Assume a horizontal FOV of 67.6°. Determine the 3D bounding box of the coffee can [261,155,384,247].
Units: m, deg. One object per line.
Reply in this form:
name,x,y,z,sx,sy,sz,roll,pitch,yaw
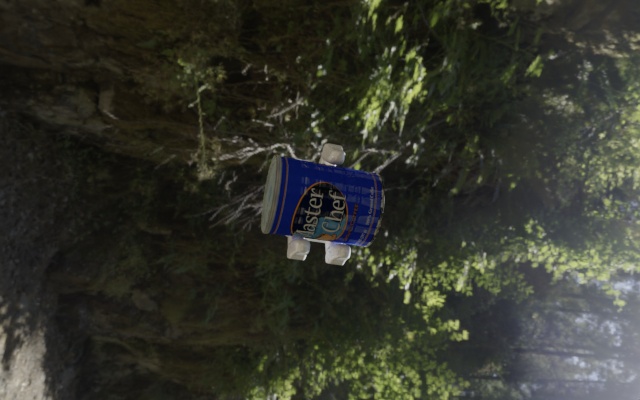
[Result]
coffee can,0.000,0.002,0.630,0.140,0.103,0.103,9,-2,-13
